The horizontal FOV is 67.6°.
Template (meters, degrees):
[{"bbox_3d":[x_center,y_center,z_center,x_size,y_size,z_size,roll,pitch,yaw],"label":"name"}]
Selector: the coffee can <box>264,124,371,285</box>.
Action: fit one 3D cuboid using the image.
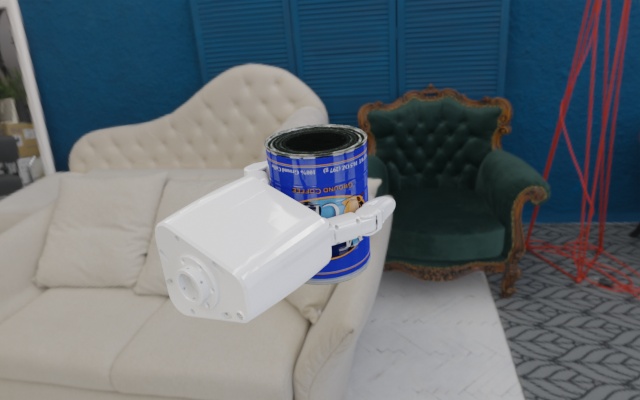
[{"bbox_3d":[0.000,0.002,0.502,0.103,0.140,0.102,-4,24,2],"label":"coffee can"}]
